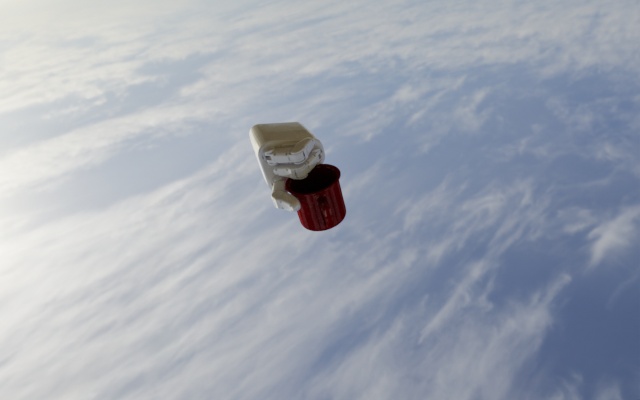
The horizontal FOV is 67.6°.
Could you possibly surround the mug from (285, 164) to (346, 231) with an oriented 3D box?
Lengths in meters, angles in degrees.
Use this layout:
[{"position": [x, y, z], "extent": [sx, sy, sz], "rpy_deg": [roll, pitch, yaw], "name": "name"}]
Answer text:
[{"position": [0.001, 0.003, 0.786], "extent": [0.093, 0.081, 0.117], "rpy_deg": [-21, 33, -8], "name": "mug"}]
